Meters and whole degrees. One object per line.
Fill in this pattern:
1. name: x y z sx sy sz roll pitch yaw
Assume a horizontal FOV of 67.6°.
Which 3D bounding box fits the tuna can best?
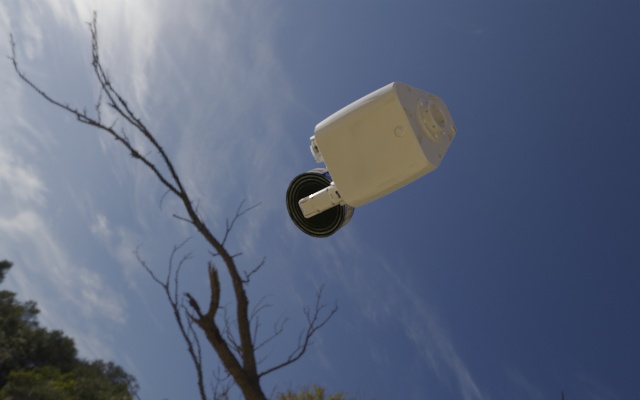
1. tuna can: 0.000 0.002 0.609 0.086 0.086 0.033 0 16 33
